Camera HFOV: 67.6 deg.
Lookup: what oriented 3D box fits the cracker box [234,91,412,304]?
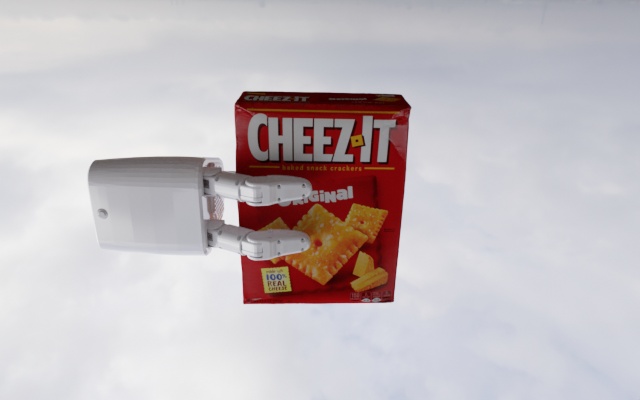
[{"bbox_3d":[0.000,0.002,0.490,0.164,0.214,0.072,1,22,-2],"label":"cracker box"}]
